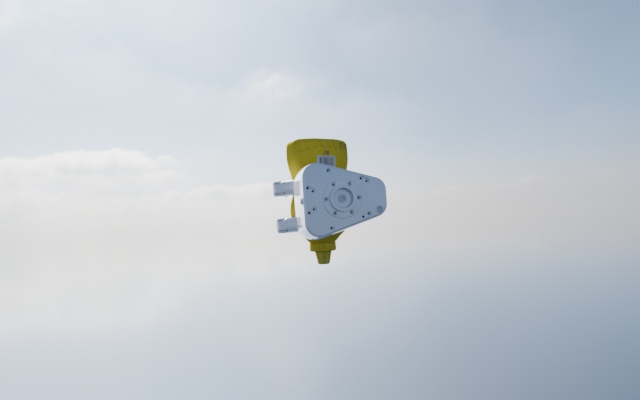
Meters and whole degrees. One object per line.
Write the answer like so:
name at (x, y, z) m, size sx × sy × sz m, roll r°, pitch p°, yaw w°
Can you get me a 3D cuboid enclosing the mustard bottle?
mustard bottle at (0.000, 0.002, 0.741) m, size 0.096 × 0.191 × 0.058 m, roll -2°, pitch -3°, yaw -31°
